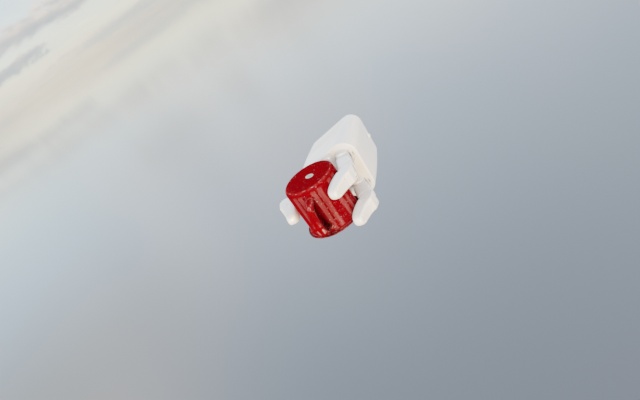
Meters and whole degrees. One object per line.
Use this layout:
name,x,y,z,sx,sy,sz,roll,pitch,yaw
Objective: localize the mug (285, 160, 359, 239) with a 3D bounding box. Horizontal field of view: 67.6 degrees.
mug,0.000,0.003,0.693,0.093,0.081,0.117,-23,29,24
